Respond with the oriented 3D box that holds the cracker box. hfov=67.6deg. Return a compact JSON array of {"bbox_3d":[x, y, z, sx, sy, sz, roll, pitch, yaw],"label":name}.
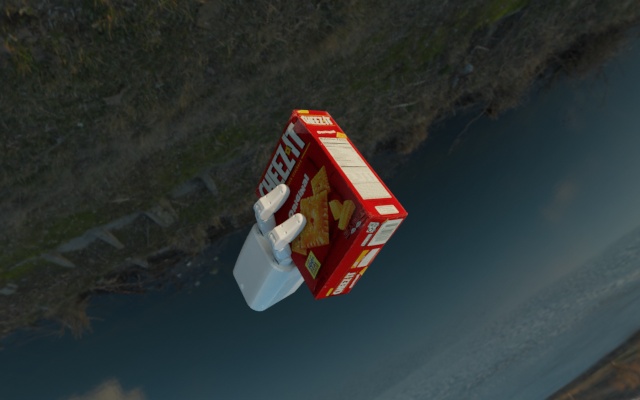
[{"bbox_3d":[0.000,0.002,0.669,0.072,0.164,0.213,-3,46,-40],"label":"cracker box"}]
